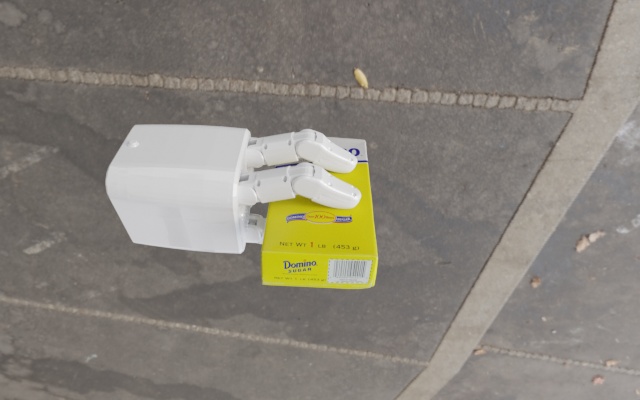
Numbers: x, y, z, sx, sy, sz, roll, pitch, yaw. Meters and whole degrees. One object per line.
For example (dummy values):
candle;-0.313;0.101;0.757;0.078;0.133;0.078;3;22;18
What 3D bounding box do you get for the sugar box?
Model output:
sugar box;0.000;0.001;0.443;0.093;0.048;0.176;3;41;-2
